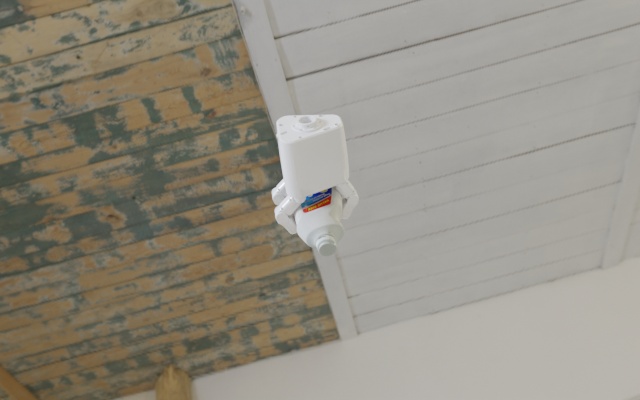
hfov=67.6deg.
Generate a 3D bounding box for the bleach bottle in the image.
[{"bbox_3d":[0.000,0.003,0.847,0.102,0.068,0.250,-9,37,-5],"label":"bleach bottle"}]
